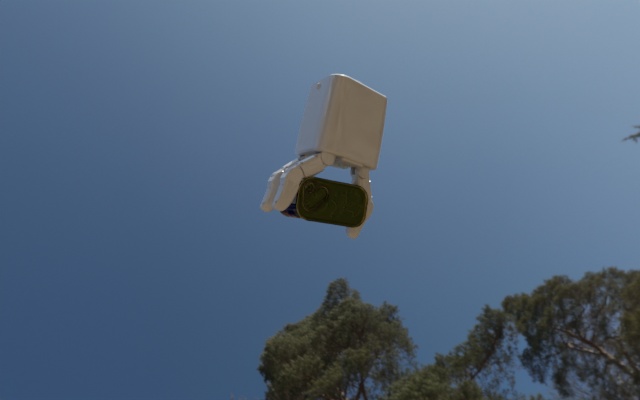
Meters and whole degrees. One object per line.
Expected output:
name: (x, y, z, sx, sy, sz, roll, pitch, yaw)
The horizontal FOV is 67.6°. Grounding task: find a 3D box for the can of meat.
can of meat: (0.000, 0.002, 0.659, 0.102, 0.057, 0.084, 10, -3, -25)
